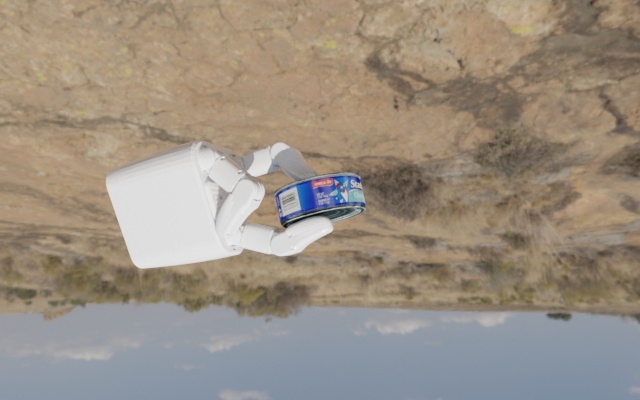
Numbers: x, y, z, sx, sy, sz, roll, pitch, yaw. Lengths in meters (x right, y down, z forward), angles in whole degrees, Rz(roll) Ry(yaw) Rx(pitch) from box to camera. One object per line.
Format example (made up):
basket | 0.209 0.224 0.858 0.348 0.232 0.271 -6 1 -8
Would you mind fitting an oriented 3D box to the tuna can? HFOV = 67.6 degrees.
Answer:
tuna can | 0.000 0.002 0.463 0.086 0.033 0.086 -11 -11 -2
